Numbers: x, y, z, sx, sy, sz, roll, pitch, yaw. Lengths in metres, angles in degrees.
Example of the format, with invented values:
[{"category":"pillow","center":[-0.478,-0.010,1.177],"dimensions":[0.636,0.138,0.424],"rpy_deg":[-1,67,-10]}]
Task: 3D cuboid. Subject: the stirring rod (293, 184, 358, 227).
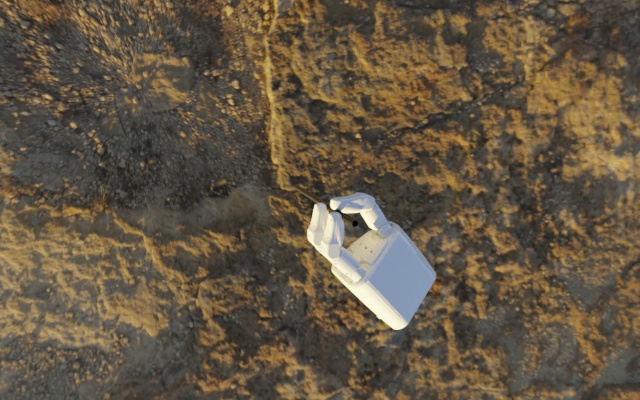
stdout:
[{"category":"stirring rod","center":[0.000,0.002,0.685],"dimensions":[0.011,0.011,0.239],"rpy_deg":[0,12,-21]}]
